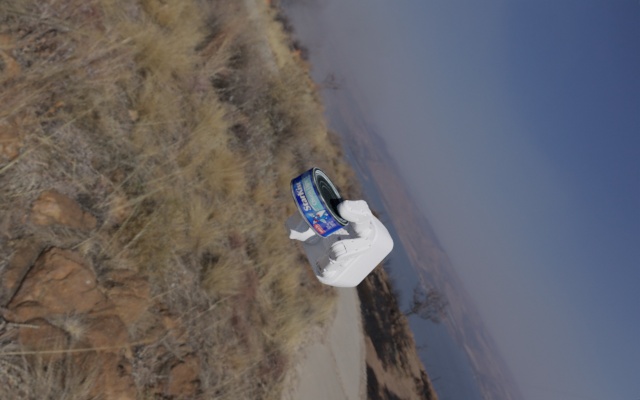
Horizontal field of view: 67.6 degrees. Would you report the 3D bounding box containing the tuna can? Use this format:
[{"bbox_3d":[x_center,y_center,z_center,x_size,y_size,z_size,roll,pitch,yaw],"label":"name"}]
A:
[{"bbox_3d":[0.001,0.002,0.598,0.034,0.086,0.086,-29,-9,16],"label":"tuna can"}]
